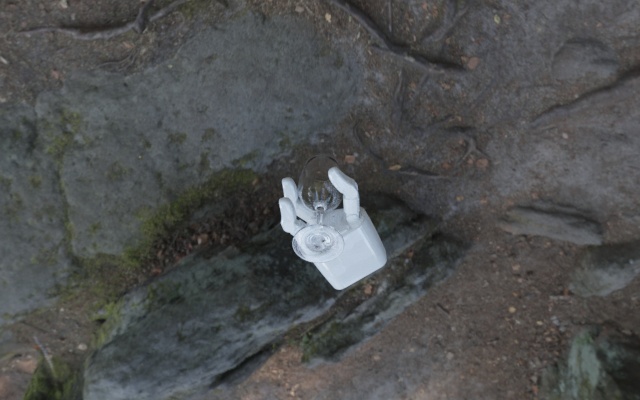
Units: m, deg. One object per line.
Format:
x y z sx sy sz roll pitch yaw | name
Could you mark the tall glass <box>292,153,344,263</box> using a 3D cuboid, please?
0.000 0.003 0.756 0.079 0.079 0.200 0 38 2 | tall glass
